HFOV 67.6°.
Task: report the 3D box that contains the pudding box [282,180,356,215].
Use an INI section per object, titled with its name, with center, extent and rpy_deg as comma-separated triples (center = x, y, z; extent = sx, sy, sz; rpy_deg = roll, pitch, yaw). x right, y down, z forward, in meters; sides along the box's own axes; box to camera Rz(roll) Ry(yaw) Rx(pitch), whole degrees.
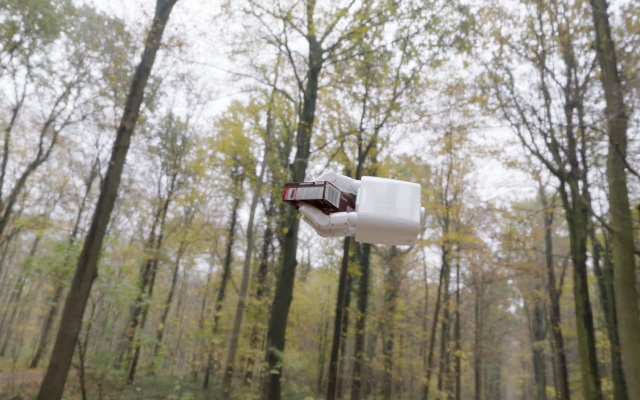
[pudding box]
center = 0.000, 0.003, 0.854
extent = 0.090, 0.039, 0.113
rpy_deg = -3, -24, 32
